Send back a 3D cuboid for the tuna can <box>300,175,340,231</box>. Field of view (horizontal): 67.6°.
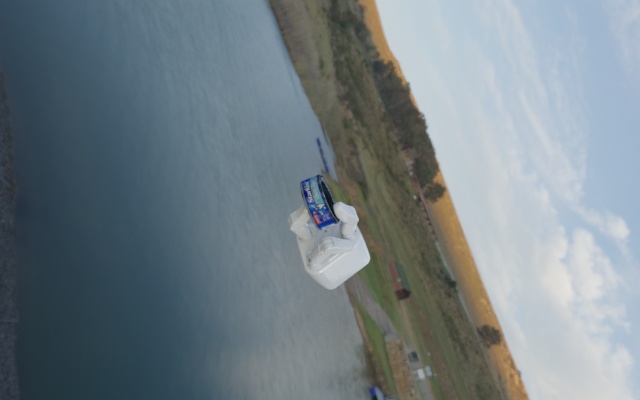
[{"bbox_3d":[0.001,0.002,0.764,0.034,0.086,0.086,-21,-4,10],"label":"tuna can"}]
